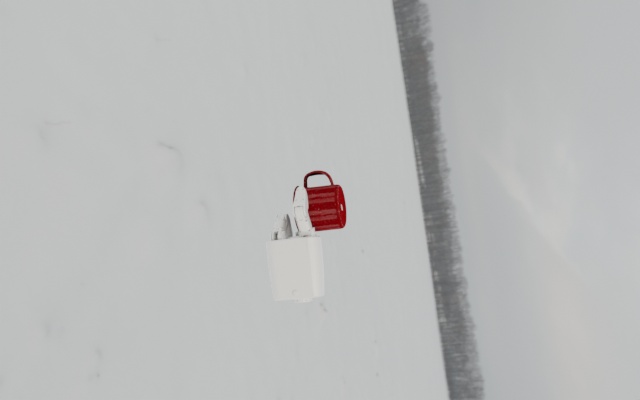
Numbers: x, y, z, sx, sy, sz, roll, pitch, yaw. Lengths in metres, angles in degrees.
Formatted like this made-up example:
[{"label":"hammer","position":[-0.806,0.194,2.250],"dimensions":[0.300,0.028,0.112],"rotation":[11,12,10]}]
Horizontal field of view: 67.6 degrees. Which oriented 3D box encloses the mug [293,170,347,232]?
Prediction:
[{"label":"mug","position":[0.000,0.001,0.876],"dimensions":[0.081,0.117,0.093],"rotation":[-7,-5,12]}]
